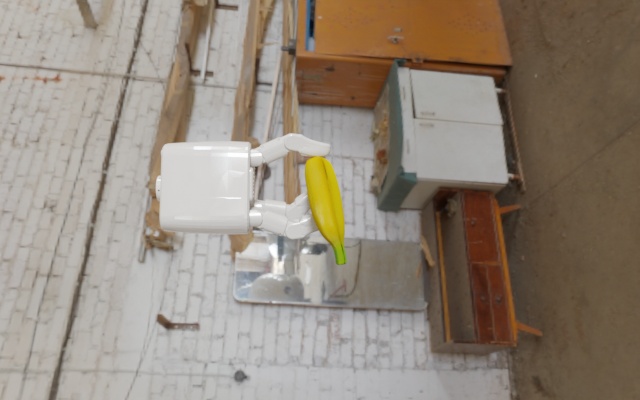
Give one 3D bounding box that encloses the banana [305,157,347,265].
[{"bbox_3d":[0.001,-0.011,0.577,0.037,0.070,0.197,-3,36,-6],"label":"banana"}]
